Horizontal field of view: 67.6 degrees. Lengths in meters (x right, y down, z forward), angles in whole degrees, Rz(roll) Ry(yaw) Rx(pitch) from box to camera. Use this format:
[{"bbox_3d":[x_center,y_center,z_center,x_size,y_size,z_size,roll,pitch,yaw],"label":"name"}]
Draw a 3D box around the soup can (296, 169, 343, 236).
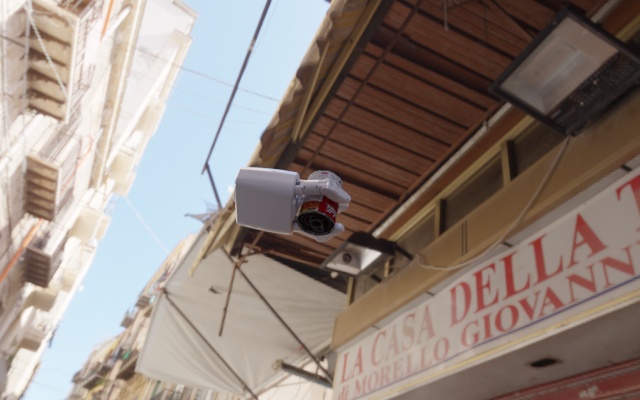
[{"bbox_3d":[0.001,0.003,0.860,0.068,0.102,0.069,8,-39,7],"label":"soup can"}]
